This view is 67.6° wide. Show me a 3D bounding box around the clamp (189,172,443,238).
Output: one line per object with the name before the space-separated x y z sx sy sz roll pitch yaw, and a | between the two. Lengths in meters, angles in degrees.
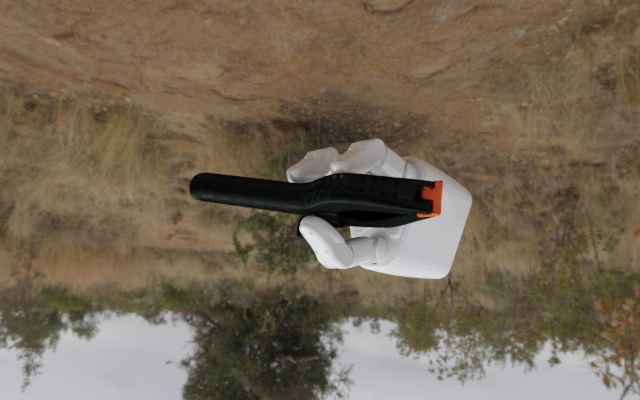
clamp | 0.001 0.002 0.415 0.210 0.036 0.164 -7 -20 43
